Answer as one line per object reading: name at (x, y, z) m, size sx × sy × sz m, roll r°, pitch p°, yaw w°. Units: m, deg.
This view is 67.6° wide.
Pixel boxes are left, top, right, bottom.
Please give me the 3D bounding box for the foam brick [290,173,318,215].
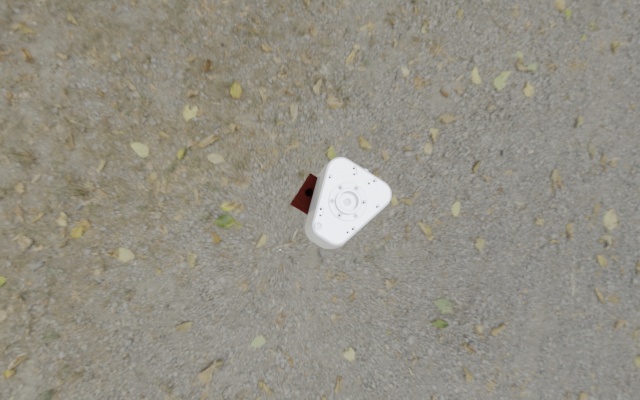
foam brick at (0.000, 0.002, 0.735) m, size 0.078 × 0.053 × 0.051 m, roll 32°, pitch -8°, yaw -1°
